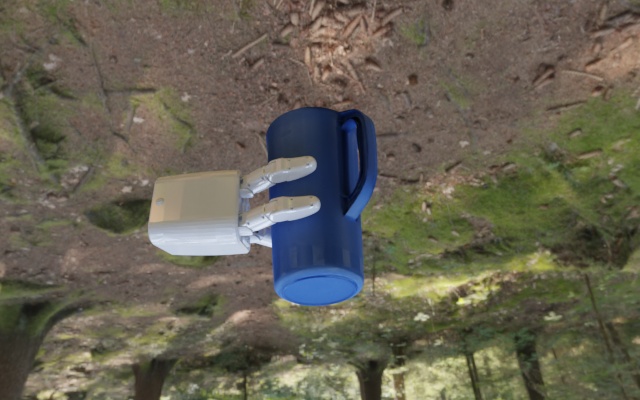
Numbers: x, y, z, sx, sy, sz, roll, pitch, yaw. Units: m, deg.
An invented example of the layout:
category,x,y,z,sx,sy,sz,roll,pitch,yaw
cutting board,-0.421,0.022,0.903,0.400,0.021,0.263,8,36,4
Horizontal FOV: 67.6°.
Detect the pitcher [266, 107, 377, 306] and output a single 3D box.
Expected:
category,x,y,z,sx,sy,sz,roll,pitch,yaw
pitcher,0.000,0.002,0.620,0.145,0.242,0.149,-2,-33,-2
